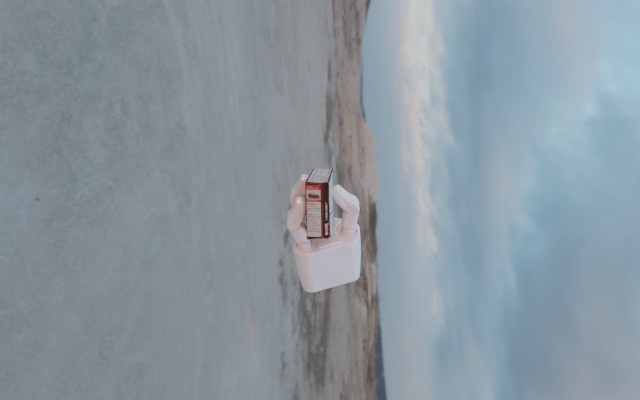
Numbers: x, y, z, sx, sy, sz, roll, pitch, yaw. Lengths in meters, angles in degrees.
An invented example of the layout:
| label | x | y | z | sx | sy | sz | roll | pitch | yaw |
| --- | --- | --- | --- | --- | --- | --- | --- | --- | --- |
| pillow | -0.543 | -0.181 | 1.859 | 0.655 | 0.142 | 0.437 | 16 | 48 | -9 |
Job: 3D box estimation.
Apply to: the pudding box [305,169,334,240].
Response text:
| label | x | y | z | sx | sy | sz | roll | pitch | yaw |
| --- | --- | --- | --- | --- | --- | --- | --- | --- | --- |
| pudding box | 0.000 | 0.003 | 0.749 | 0.039 | 0.090 | 0.113 | -1 | 13 | 3 |
